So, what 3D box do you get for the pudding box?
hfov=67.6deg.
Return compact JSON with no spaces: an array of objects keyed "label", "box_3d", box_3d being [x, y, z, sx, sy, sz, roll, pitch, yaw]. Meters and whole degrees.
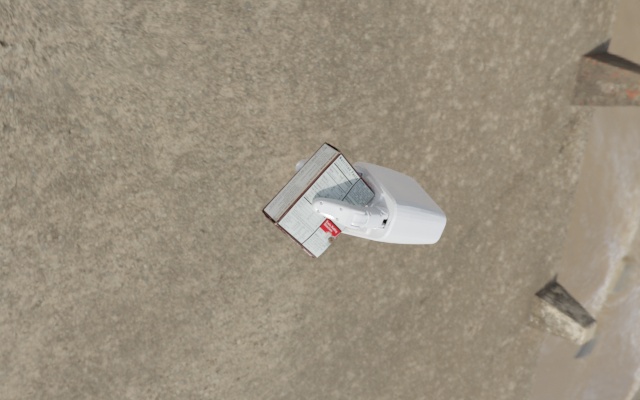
[{"label":"pudding box","box_3d":[0.000,0.002,0.565,0.039,0.113,0.090,36,-8,48]}]
